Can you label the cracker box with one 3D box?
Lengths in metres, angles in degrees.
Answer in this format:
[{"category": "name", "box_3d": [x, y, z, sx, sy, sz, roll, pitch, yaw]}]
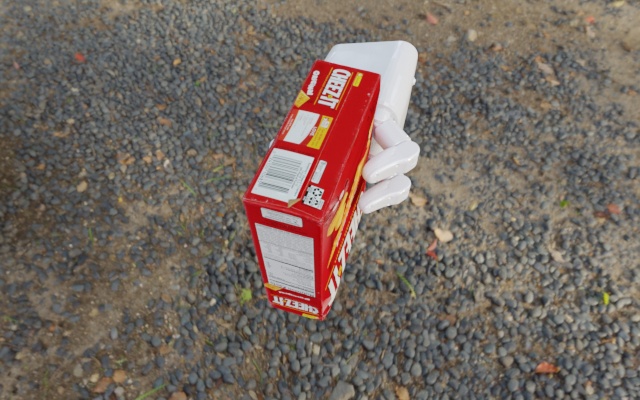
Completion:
[{"category": "cracker box", "box_3d": [0.000, 0.001, 0.470, 0.072, 0.164, 0.214, 16, -32, 11]}]
